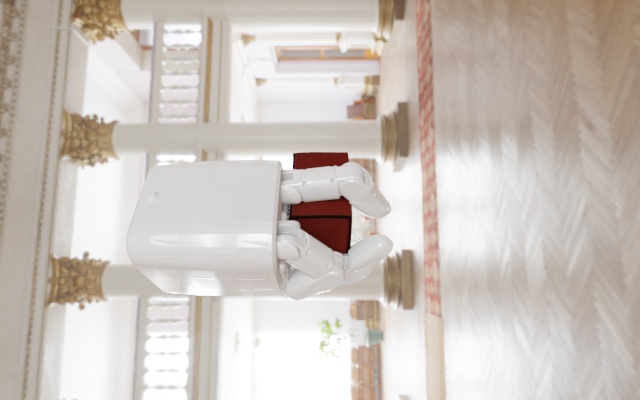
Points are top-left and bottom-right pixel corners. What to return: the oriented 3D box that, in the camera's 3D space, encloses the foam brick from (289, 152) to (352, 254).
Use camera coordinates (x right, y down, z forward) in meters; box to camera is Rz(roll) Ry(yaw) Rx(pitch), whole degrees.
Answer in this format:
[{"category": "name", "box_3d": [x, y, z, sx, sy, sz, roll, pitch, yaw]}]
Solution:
[{"category": "foam brick", "box_3d": [0.000, 0.001, 0.418, 0.051, 0.078, 0.053, 0, -43, 1]}]
